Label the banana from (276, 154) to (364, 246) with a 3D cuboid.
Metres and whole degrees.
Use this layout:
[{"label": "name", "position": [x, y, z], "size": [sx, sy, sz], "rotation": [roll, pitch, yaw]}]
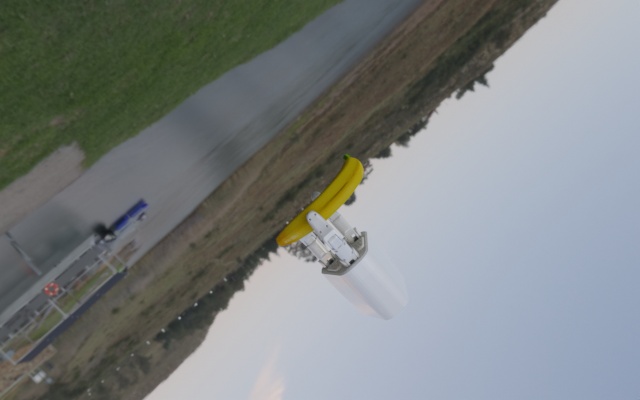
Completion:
[{"label": "banana", "position": [0.011, -0.003, 0.722], "size": [0.197, 0.037, 0.069], "rotation": [-49, 16, -26]}]
